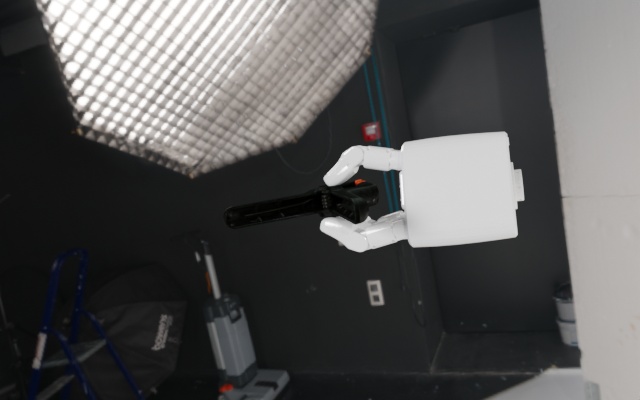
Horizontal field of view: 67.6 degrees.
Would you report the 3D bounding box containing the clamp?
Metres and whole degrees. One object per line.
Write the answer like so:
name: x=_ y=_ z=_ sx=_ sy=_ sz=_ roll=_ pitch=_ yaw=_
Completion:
clamp: x=0.000 y=0.001 z=0.556 sx=0.164 sy=0.036 sz=0.210 roll=-4 pitch=7 yaw=21
